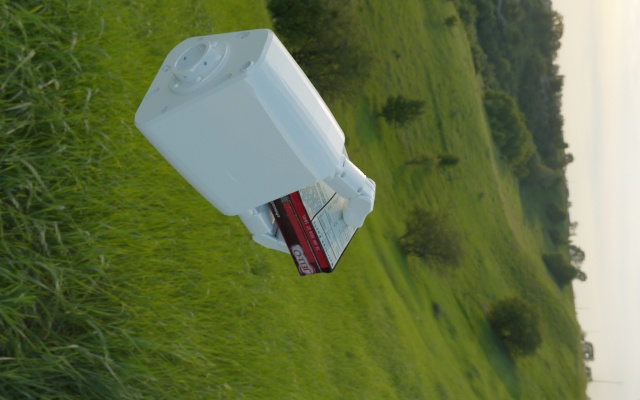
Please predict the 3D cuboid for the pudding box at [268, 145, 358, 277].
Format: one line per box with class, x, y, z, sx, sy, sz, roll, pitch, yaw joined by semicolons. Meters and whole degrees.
pudding box;0.000;0.001;0.441;0.039;0.090;0.113;-9;24;30
